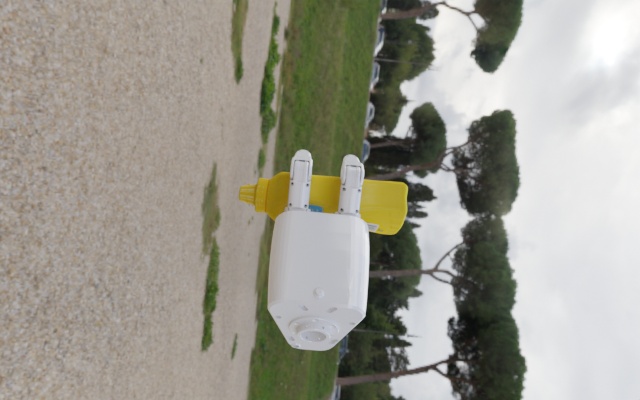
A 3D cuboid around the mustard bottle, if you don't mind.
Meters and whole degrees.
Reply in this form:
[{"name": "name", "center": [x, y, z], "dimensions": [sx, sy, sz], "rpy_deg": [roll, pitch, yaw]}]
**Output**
[{"name": "mustard bottle", "center": [0.000, 0.002, 0.566], "dimensions": [0.191, 0.058, 0.096], "rpy_deg": [6, -16, -2]}]
